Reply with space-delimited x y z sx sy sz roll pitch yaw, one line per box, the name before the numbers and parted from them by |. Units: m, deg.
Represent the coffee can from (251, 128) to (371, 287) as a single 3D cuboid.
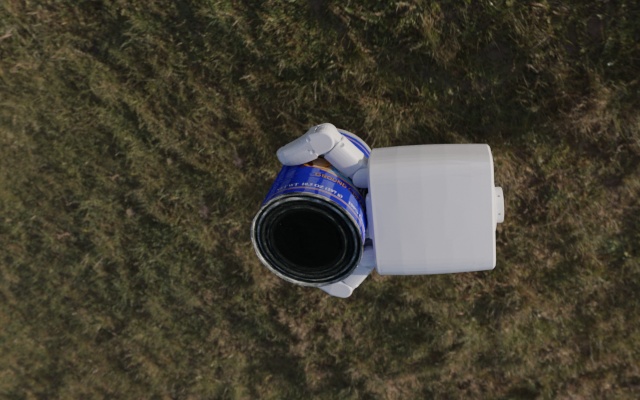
coffee can | 0.000 0.001 0.478 0.103 0.103 0.140 0 31 13
